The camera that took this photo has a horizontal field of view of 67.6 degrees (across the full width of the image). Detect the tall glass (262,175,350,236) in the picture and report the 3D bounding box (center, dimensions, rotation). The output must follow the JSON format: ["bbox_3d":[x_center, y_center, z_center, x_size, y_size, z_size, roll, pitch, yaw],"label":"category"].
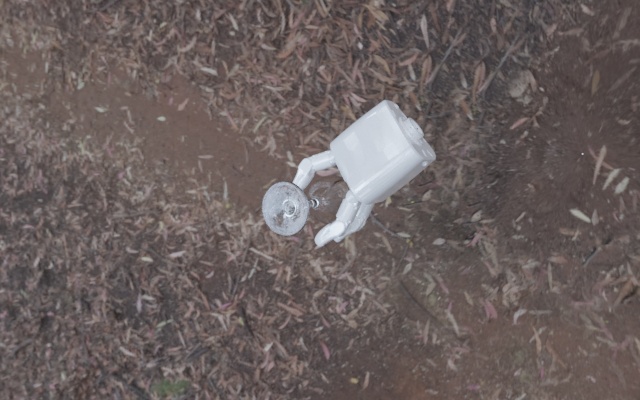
[{"bbox_3d":[0.000,0.002,0.722,0.079,0.079,0.201,0,5,29],"label":"tall glass"}]
